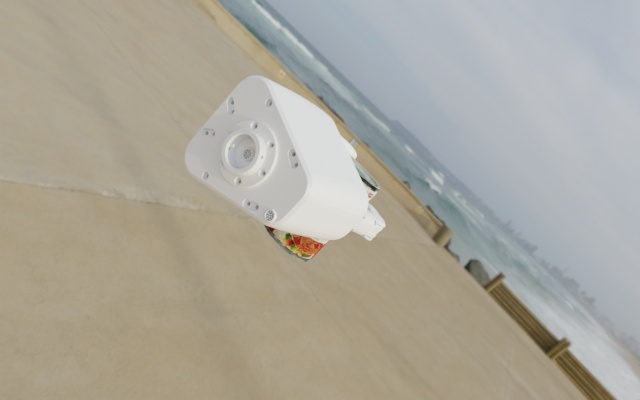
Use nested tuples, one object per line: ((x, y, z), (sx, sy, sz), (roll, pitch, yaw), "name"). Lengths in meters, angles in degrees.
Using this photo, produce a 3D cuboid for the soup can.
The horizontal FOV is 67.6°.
((0.001, 0.001, 0.474), (0.068, 0.102, 0.068), (41, 13, -12), "soup can")
